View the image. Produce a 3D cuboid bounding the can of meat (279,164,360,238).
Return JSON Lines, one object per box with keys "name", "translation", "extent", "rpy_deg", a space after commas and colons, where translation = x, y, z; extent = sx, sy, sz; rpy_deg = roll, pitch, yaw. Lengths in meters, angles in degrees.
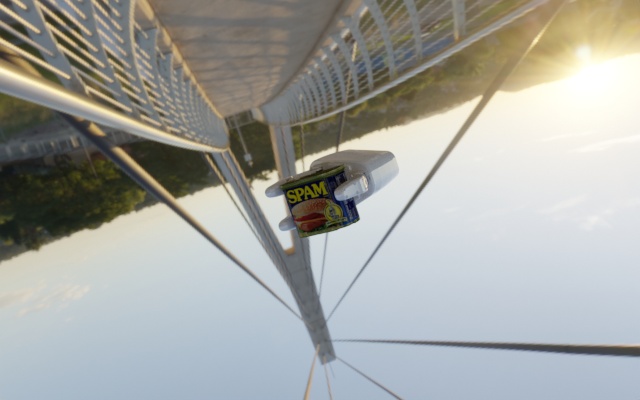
{"name": "can of meat", "translation": [0.000, 0.003, 0.700], "extent": [0.102, 0.084, 0.057], "rpy_deg": [-14, 9, 33]}
